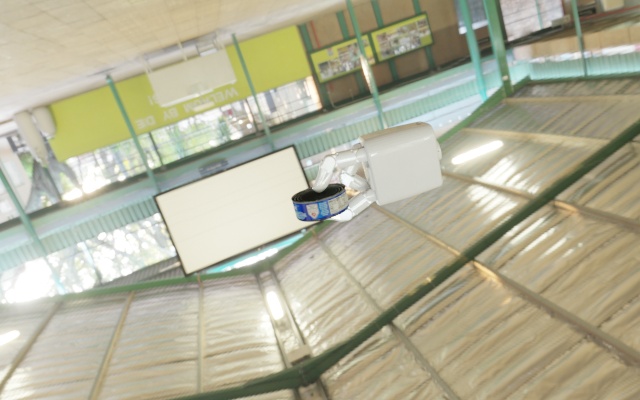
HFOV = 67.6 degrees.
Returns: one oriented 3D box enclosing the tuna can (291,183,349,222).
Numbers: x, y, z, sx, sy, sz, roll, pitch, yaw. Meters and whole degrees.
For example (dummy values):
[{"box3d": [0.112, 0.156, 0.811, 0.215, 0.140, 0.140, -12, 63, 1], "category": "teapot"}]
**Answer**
[{"box3d": [0.000, 0.003, 0.735, 0.086, 0.034, 0.086, -13, 16, 4], "category": "tuna can"}]
